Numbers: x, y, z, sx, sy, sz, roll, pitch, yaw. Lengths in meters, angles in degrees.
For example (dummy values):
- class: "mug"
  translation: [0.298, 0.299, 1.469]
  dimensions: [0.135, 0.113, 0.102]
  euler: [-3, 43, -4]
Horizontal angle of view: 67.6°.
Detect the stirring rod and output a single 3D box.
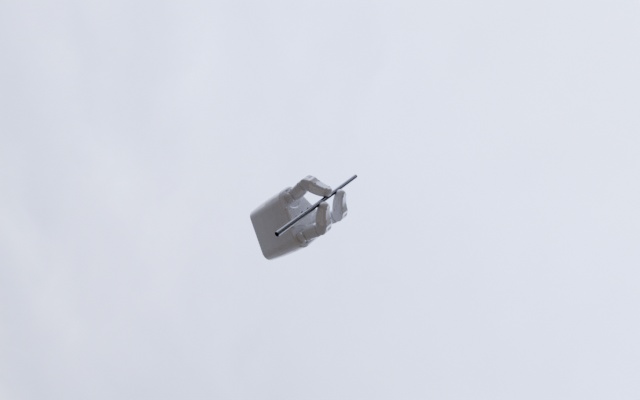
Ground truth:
- class: "stirring rod"
  translation: [0.000, 0.003, 0.806]
  dimensions: [0.011, 0.011, 0.239]
  euler: [0, 24, 37]
